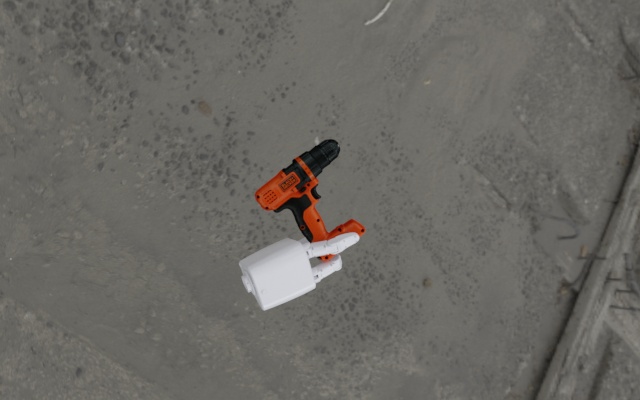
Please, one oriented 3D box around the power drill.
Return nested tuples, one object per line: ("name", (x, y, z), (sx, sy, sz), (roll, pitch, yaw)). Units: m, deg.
("power drill", (0.000, 0.003, 0.890), (0.184, 0.187, 0.057), (-37, 7, -1))
